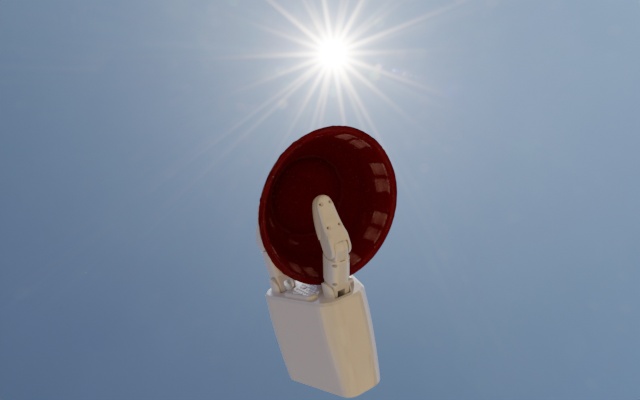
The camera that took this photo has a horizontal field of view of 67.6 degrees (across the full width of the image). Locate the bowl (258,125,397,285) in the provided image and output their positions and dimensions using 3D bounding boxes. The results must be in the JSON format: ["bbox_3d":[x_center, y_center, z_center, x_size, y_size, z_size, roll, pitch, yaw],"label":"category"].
[{"bbox_3d":[0.000,0.000,0.492,0.162,0.162,0.055,0,13,-32],"label":"bowl"}]
